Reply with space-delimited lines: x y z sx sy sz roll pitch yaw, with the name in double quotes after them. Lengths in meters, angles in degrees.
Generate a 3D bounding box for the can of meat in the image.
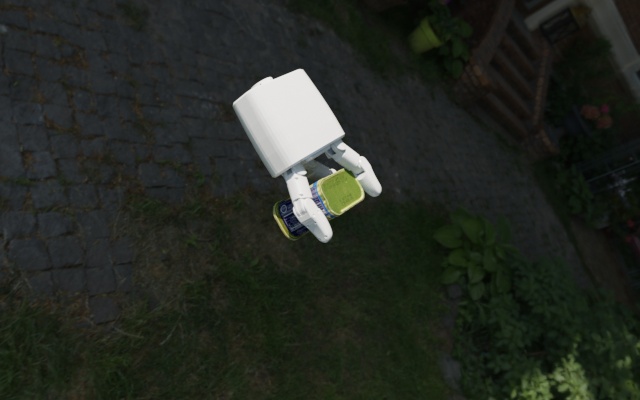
0.000 0.002 0.646 0.084 0.057 0.102 -29 1 35 "can of meat"
